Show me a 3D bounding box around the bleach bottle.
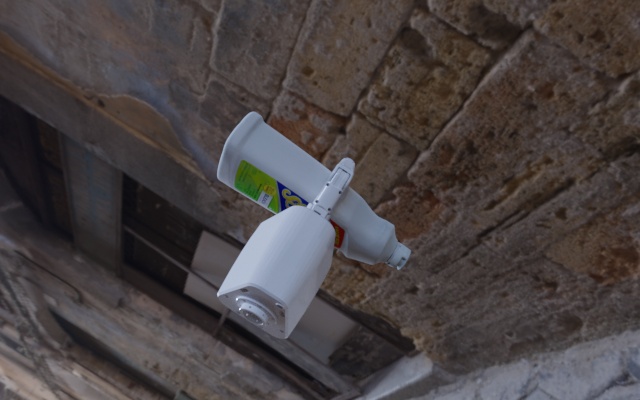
[{"bbox_3d":[0.000,0.002,0.576,0.251,0.068,0.103,32,-34,-1],"label":"bleach bottle"}]
